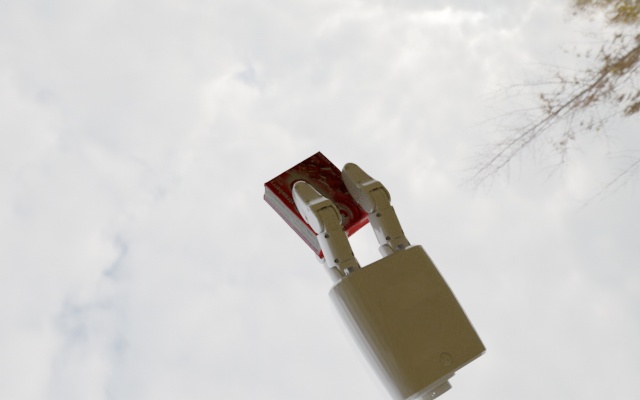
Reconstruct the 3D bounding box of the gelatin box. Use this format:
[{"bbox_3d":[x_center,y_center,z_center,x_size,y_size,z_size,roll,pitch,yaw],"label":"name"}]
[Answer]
[{"bbox_3d":[0.000,0.002,0.463,0.073,0.089,0.030,-34,-24,-30],"label":"gelatin box"}]
